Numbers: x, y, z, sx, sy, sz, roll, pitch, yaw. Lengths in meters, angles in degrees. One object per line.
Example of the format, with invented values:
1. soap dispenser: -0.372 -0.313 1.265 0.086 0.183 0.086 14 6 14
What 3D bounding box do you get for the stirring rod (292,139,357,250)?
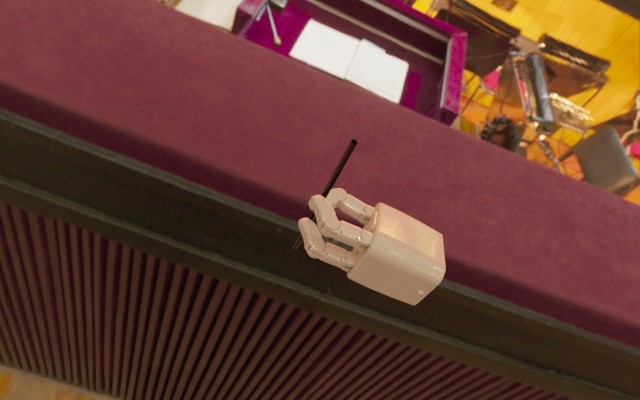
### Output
1. stirring rod: 0.000 0.002 0.652 0.011 0.011 0.240 0 -36 -24
